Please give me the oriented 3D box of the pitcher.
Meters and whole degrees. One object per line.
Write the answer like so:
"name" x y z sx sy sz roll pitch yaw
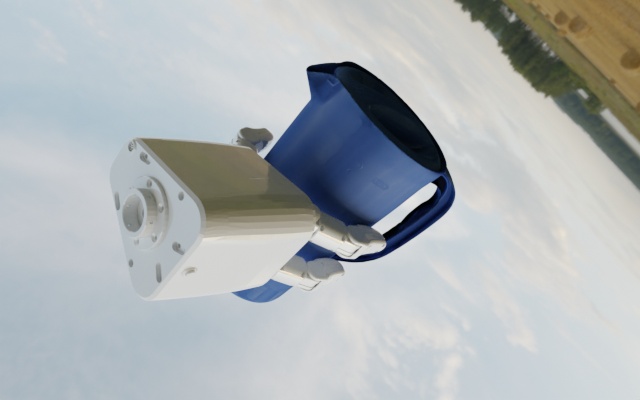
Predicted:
"pitcher" 0.000 0.001 0.472 0.243 0.149 0.145 -44 -24 28
